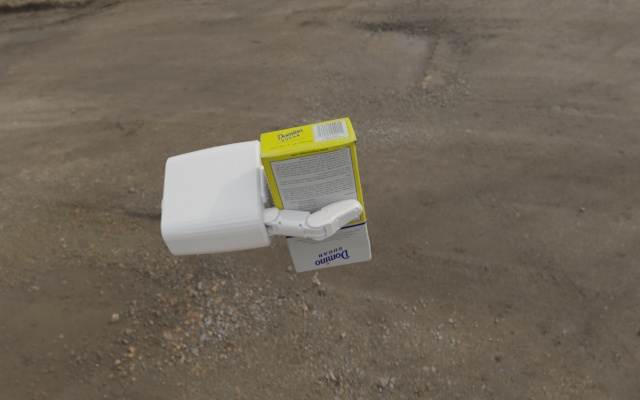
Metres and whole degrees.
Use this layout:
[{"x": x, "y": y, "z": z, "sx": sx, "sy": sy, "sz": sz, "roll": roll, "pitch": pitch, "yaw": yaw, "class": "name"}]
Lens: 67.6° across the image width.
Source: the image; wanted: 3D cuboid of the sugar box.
[{"x": 0.000, "y": 0.001, "z": 0.518, "sx": 0.093, "sy": 0.176, "sz": 0.048, "roll": -10, "pitch": 44, "yaw": 2, "class": "sugar box"}]
